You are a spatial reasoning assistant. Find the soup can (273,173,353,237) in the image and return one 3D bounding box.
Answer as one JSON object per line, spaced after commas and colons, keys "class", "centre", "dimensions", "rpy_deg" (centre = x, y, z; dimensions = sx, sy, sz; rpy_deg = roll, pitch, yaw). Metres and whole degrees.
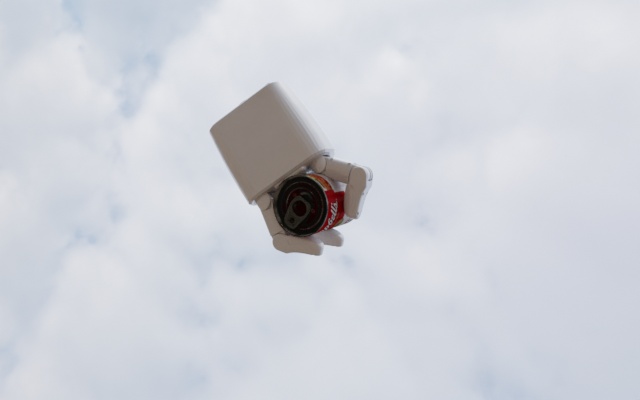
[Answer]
{"class": "soup can", "centre": [0.001, 0.002, 0.557], "dimensions": [0.068, 0.068, 0.102], "rpy_deg": [0, 5, 27]}
